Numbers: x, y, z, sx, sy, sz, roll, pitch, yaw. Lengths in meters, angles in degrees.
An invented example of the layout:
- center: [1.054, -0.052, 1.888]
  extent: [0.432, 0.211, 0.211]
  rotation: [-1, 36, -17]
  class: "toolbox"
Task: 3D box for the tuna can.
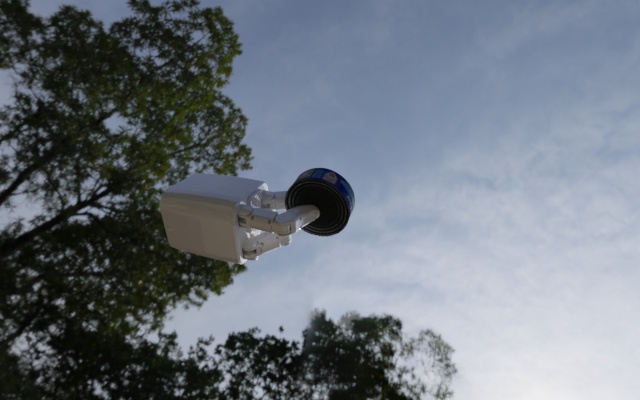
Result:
- center: [0.000, 0.002, 0.609]
  extent: [0.086, 0.086, 0.033]
  rotation: [0, 32, 22]
  class: "tuna can"
